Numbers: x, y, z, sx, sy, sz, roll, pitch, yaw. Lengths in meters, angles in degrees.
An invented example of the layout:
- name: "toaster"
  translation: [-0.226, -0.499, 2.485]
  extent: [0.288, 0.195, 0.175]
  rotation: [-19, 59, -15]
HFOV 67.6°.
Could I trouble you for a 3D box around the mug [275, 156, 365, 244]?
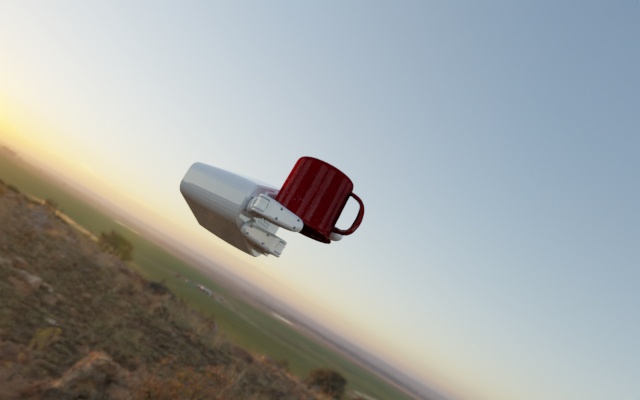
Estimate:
- name: "mug"
  translation: [0.001, 0.002, 0.597]
  extent: [0.117, 0.081, 0.093]
  rotation: [23, -14, 23]
